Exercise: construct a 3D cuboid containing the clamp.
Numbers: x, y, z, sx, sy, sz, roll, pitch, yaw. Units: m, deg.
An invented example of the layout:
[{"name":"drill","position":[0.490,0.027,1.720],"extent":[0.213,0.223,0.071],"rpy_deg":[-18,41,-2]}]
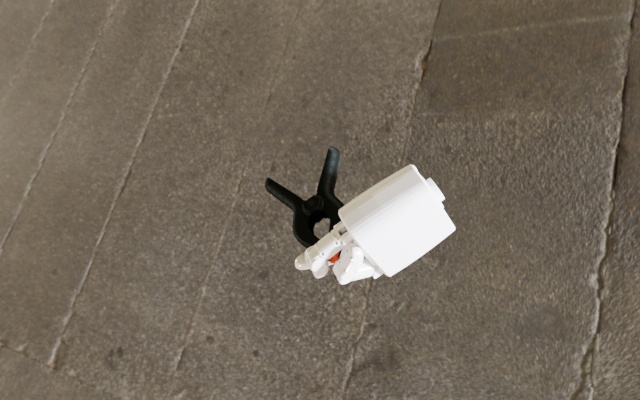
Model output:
[{"name":"clamp","position":[0.000,0.002,0.658],"extent":[0.120,0.171,0.039],"rpy_deg":[-36,-33,9]}]
